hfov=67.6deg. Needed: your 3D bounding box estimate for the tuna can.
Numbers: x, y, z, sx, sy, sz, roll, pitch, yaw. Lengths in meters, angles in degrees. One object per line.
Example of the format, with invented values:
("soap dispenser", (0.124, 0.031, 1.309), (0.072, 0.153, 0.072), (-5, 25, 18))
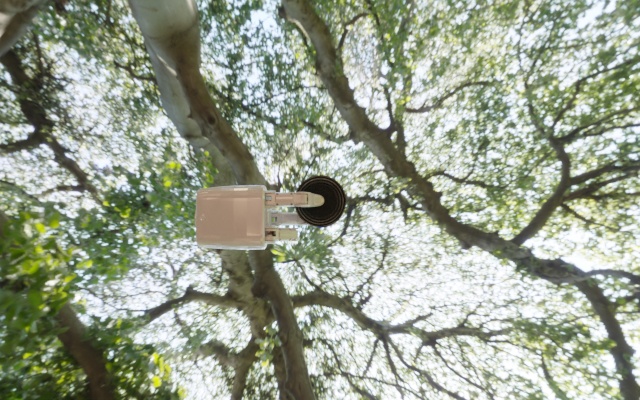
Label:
("tuna can", (0.000, 0.003, 0.796), (0.086, 0.086, 0.034), (0, -7, 3))
